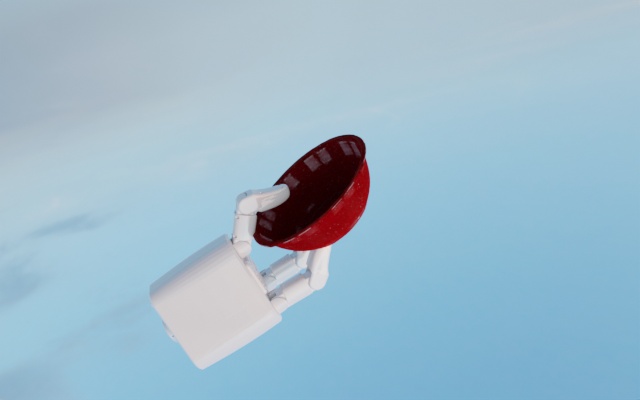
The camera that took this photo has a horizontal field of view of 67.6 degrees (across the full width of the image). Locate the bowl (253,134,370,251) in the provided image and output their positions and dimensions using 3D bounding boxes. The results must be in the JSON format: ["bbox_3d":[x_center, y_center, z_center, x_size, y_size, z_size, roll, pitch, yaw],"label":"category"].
[{"bbox_3d":[0.001,0.001,0.535,0.055,0.162,0.162,45,-23,-26],"label":"bowl"}]
